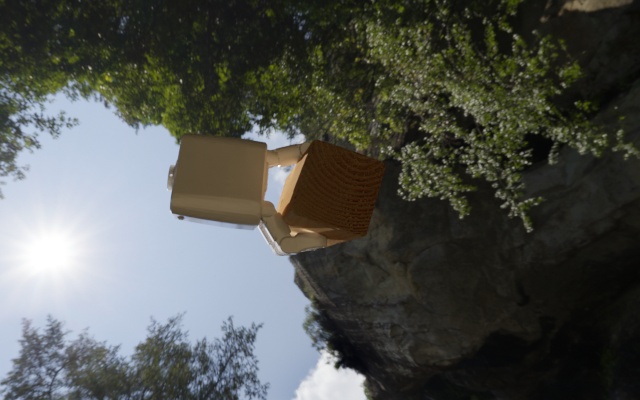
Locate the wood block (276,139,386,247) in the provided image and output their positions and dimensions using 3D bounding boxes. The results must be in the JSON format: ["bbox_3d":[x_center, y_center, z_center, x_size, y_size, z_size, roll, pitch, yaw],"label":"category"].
[{"bbox_3d":[0.000,0.002,0.623,0.090,0.091,0.206,18,-12,-9],"label":"wood block"}]
